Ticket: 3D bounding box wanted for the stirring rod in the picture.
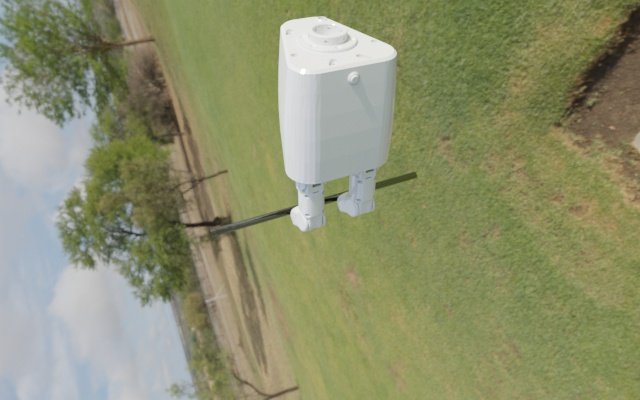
[{"bbox_3d":[0.000,0.002,0.514,0.239,0.011,0.011,-16,5,-19],"label":"stirring rod"}]
